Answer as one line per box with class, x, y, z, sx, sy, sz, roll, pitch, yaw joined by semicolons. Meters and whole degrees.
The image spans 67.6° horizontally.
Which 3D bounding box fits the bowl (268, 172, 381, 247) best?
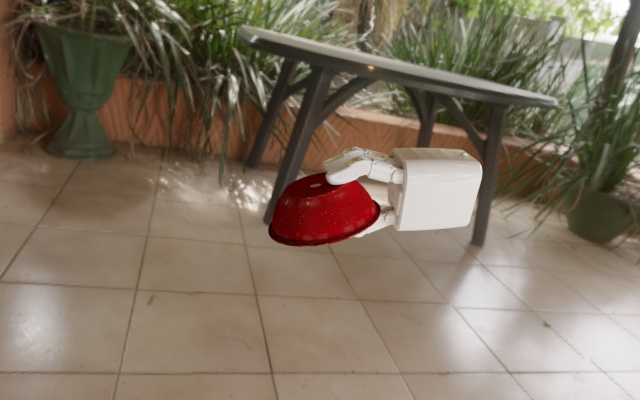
bowl;-0.001;0.002;0.660;0.162;0.055;0.162;-11;22;4
